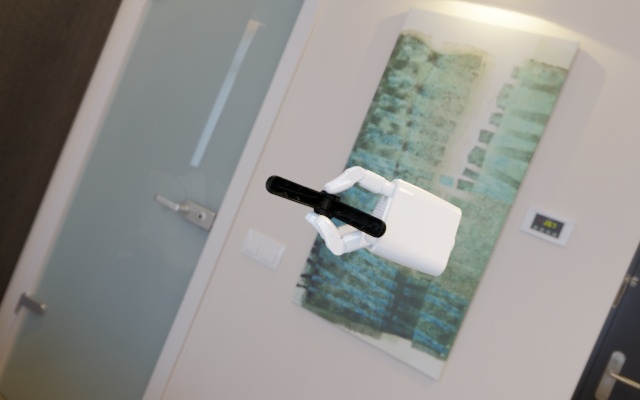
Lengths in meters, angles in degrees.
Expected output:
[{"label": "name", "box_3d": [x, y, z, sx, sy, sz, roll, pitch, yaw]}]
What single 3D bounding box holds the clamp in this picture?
[{"label": "clamp", "box_3d": [0.001, 0.002, 0.693, 0.164, 0.036, 0.210, 24, 1, -6]}]
